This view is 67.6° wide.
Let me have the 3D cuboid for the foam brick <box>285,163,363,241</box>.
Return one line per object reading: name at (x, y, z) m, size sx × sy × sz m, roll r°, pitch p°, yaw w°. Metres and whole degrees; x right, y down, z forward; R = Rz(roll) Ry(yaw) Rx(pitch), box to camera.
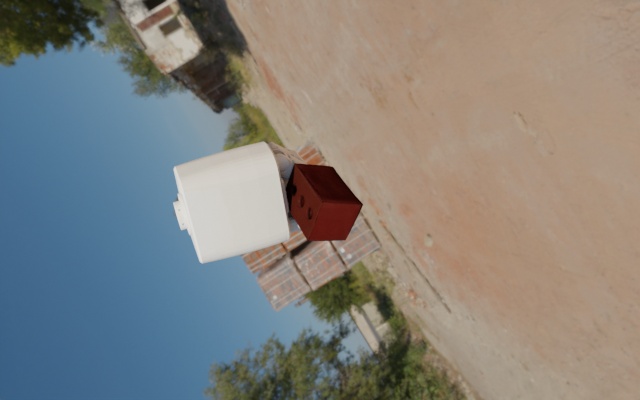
foam brick at (0.000, 0.002, 0.530) m, size 0.051 × 0.053 × 0.078 m, roll 2°, pitch 34°, yaw -32°
